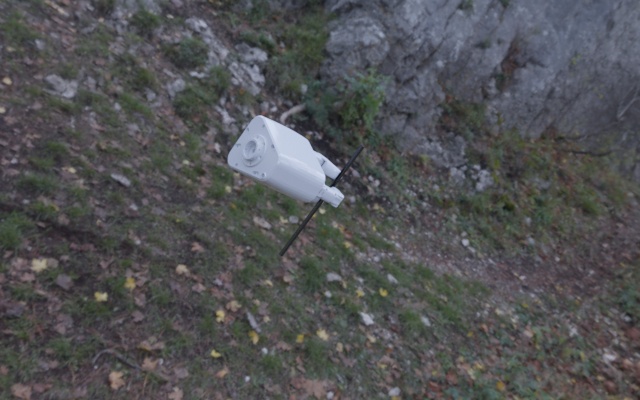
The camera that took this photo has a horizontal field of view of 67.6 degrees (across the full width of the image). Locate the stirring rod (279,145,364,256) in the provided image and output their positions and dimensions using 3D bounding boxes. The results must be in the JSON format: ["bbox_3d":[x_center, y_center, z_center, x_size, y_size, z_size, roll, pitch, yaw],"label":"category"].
[{"bbox_3d":[0.000,0.003,0.829,0.011,0.239,0.011,35,11,-8],"label":"stirring rod"}]
